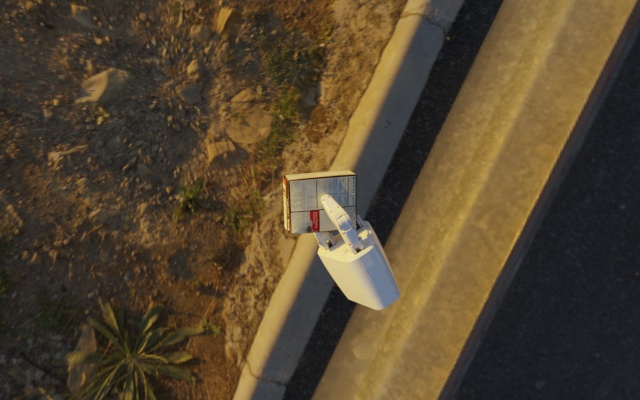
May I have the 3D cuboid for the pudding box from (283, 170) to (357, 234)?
[{"bbox_3d":[0.000,0.003,0.743,0.113,0.090,0.039,-5,14,-16],"label":"pudding box"}]
